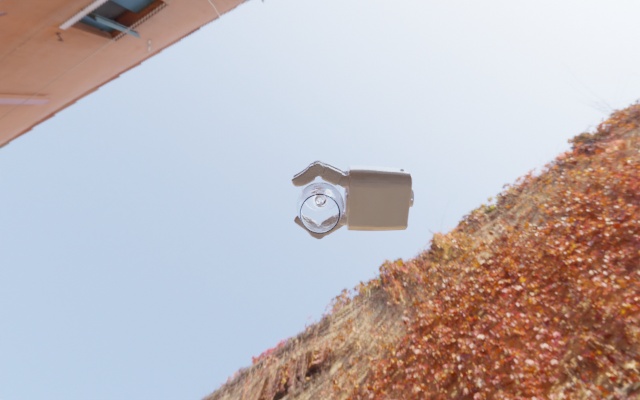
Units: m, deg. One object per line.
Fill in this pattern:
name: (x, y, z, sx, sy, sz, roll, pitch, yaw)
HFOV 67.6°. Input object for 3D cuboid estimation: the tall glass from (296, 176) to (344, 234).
tall glass: (0.000, 0.003, 0.818, 0.079, 0.079, 0.201, 0, 10, 1)
